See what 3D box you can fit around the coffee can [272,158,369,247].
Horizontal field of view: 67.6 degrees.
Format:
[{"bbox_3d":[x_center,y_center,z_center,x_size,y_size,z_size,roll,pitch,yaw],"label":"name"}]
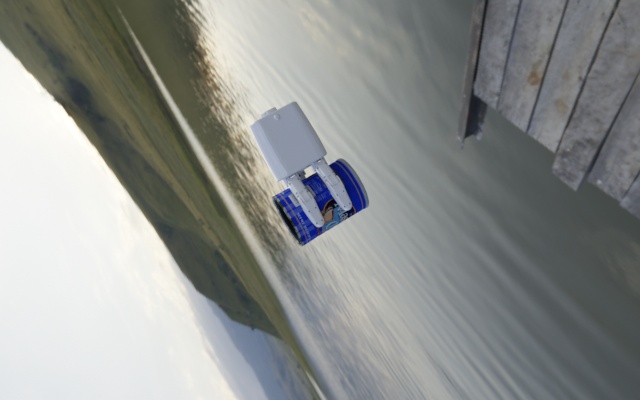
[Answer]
[{"bbox_3d":[0.000,0.003,0.848,0.140,0.103,0.103,-30,6,-11],"label":"coffee can"}]
